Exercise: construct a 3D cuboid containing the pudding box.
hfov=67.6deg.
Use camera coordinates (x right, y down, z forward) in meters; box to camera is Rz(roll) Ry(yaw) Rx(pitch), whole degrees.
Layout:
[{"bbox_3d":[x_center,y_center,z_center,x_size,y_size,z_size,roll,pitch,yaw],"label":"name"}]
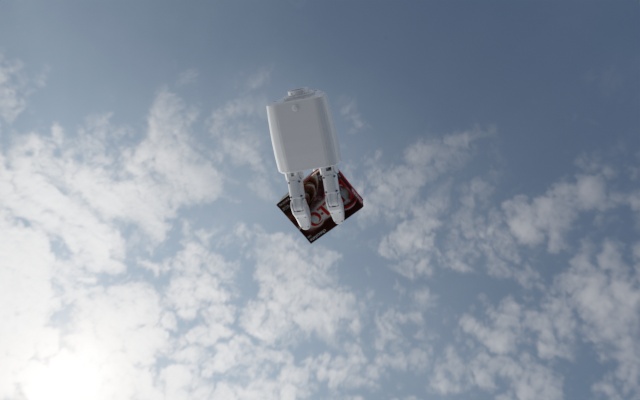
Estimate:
[{"bbox_3d":[0.000,0.002,0.775,0.113,0.090,0.039,-36,14,19],"label":"pudding box"}]
